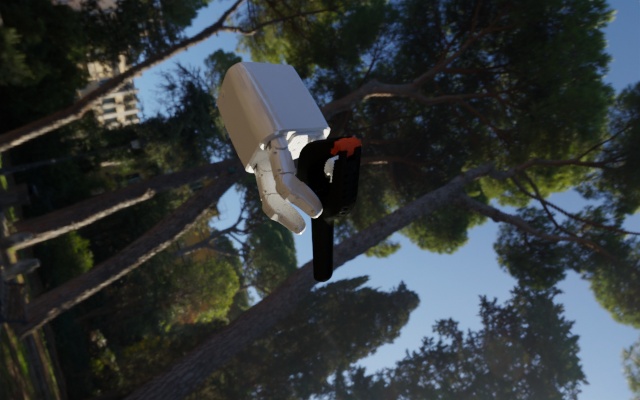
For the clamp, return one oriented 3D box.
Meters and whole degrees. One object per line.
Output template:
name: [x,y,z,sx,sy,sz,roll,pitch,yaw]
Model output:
clamp: [0.001,0.001,0.571,0.036,0.164,0.210,-21,-14,-31]
